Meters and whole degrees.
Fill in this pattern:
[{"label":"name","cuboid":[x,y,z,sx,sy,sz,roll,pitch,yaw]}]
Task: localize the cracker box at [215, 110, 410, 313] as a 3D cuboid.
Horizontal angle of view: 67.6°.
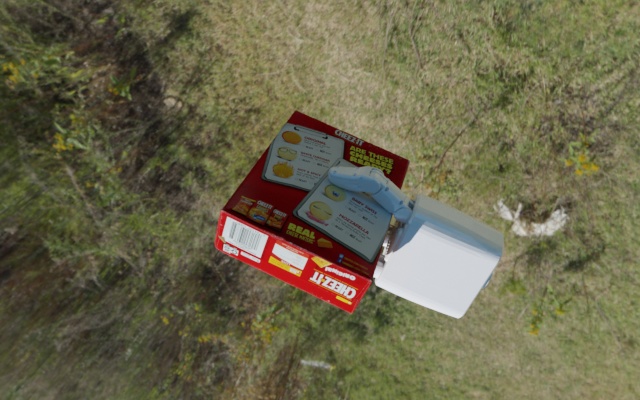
[{"label":"cracker box","cuboid":[0.000,0.002,0.555,0.164,0.072,0.213,25,42,2]}]
